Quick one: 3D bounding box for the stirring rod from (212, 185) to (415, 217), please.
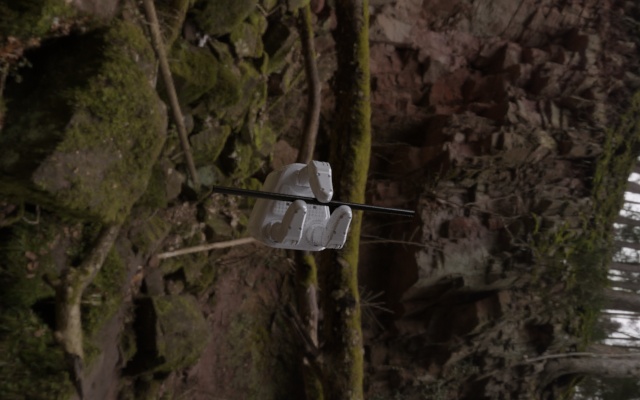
[{"bbox_3d":[0.000,0.002,0.539,0.239,0.011,0.011,7,-3,-20],"label":"stirring rod"}]
